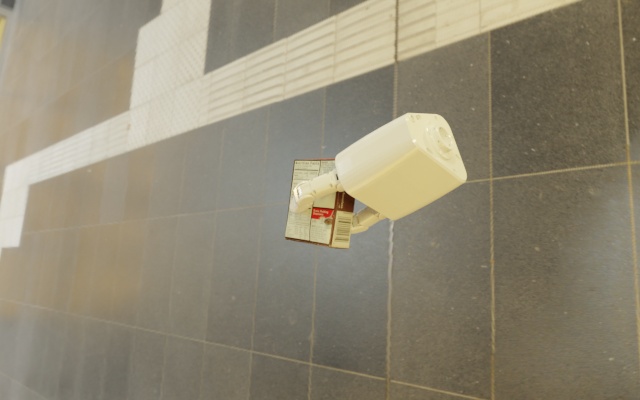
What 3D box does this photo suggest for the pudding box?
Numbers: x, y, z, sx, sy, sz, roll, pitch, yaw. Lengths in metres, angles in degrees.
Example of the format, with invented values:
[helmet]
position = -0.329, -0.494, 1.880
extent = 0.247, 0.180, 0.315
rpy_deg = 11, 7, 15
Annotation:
[pudding box]
position = 0.000, 0.002, 0.626
extent = 0.039, 0.113, 0.090
rpy_deg = 12, -5, -44
